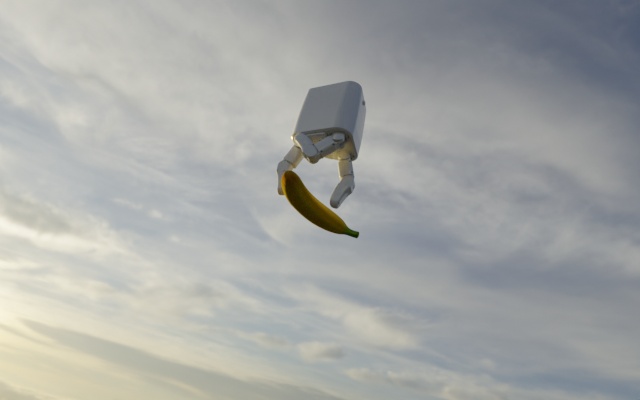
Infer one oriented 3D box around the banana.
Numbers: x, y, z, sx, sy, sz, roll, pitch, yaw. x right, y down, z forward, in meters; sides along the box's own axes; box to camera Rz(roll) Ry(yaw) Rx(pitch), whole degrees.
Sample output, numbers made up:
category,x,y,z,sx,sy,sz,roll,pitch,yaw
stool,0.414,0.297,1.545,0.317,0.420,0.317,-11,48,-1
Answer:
category,x,y,z,sx,sy,sz,roll,pitch,yaw
banana,-0.012,0.006,0.786,0.069,0.037,0.198,-7,-34,39
